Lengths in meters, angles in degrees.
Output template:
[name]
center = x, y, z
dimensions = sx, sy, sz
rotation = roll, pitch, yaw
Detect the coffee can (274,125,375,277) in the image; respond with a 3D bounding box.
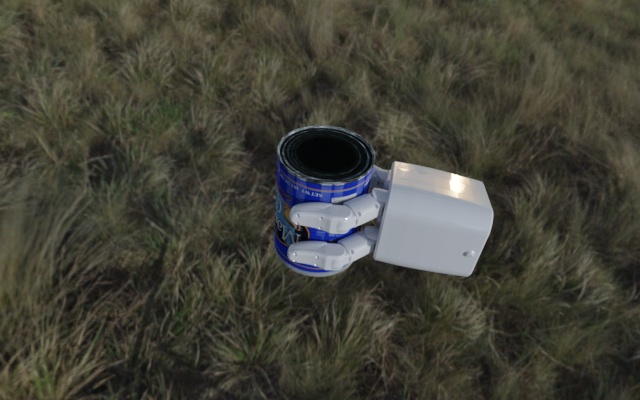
[coffee can]
center = 0.000, 0.002, 0.537
dimensions = 0.103, 0.140, 0.102
rotation = 4, 41, -3
